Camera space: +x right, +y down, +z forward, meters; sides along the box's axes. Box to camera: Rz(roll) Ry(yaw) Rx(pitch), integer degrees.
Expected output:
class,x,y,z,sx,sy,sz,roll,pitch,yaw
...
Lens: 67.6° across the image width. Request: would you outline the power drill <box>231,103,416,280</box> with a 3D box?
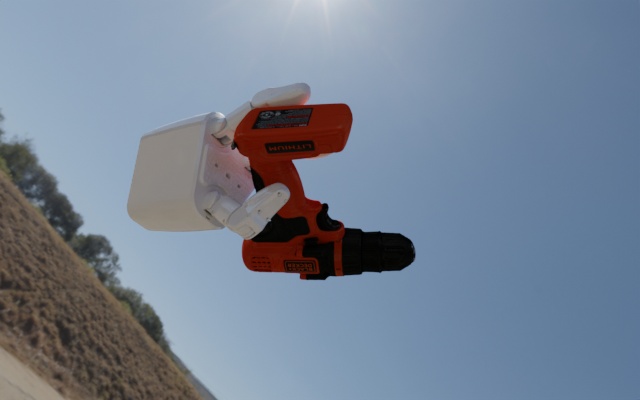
class,x,y,z,sx,sy,sz,roll,pitch,yaw
power drill,0.000,0.001,0.467,0.184,0.188,0.057,-2,36,8
